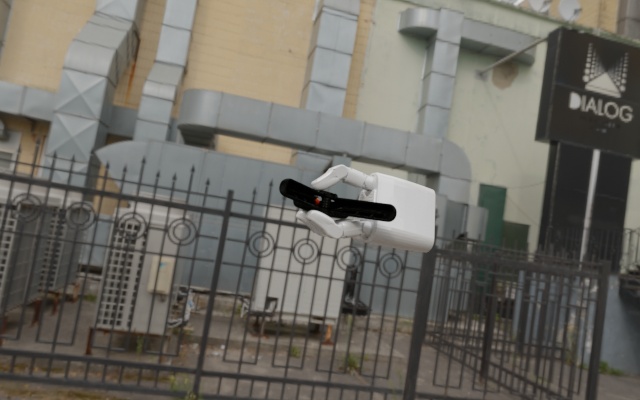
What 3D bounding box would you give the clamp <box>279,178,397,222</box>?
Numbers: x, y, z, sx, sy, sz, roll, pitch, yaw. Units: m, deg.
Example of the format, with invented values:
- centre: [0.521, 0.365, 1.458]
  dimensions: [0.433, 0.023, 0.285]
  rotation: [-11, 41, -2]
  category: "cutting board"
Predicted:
- centre: [0.000, 0.002, 0.725]
  dimensions: [0.164, 0.036, 0.210]
  rotation: [16, -6, -16]
  category: "clamp"
